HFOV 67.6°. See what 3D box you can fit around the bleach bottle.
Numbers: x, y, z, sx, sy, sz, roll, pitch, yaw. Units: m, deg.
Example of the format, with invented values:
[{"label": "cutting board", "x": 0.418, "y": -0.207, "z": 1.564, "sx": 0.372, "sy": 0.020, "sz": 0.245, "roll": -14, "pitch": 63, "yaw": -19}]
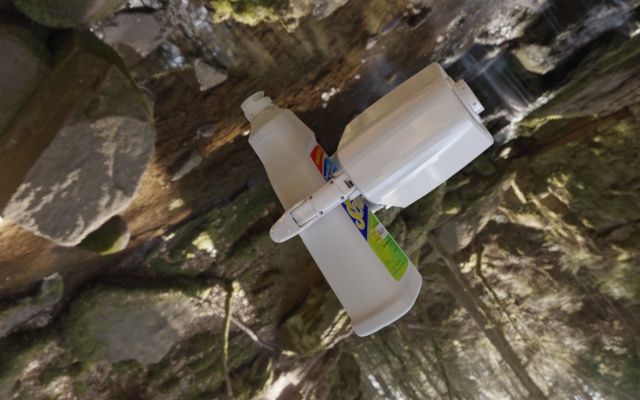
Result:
[{"label": "bleach bottle", "x": 0.000, "y": 0.002, "z": 0.473, "sx": 0.068, "sy": 0.251, "sz": 0.102, "roll": -36, "pitch": -2, "yaw": 23}]
